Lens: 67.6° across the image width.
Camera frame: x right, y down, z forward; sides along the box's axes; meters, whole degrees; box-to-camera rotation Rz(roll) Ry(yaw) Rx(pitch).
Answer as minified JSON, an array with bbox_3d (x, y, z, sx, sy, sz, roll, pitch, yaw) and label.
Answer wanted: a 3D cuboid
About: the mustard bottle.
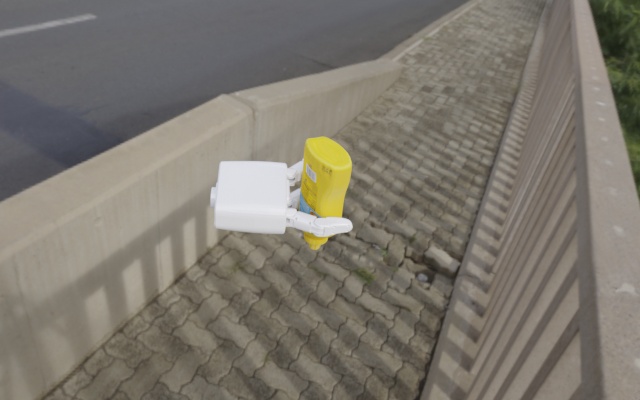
[{"bbox_3d":[0.000,0.002,0.763,0.058,0.192,0.096,-13,41,-27],"label":"mustard bottle"}]
